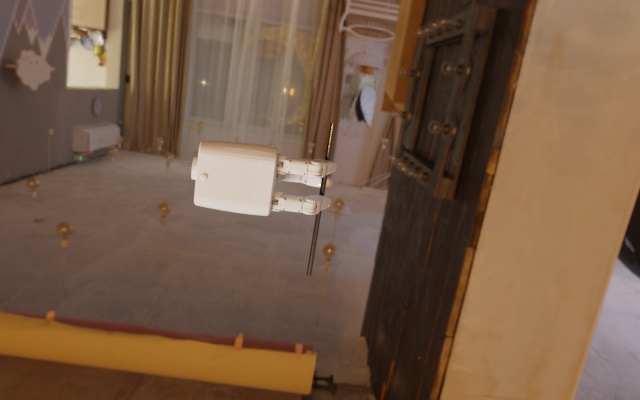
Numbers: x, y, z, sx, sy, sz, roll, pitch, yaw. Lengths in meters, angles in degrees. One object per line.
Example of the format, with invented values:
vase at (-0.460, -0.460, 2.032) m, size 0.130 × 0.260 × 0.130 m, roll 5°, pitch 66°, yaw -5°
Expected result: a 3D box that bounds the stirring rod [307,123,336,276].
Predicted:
stirring rod at (0.000, 0.002, 0.728) m, size 0.011 × 0.239 × 0.011 m, roll 8°, pitch 14°, yaw -2°
